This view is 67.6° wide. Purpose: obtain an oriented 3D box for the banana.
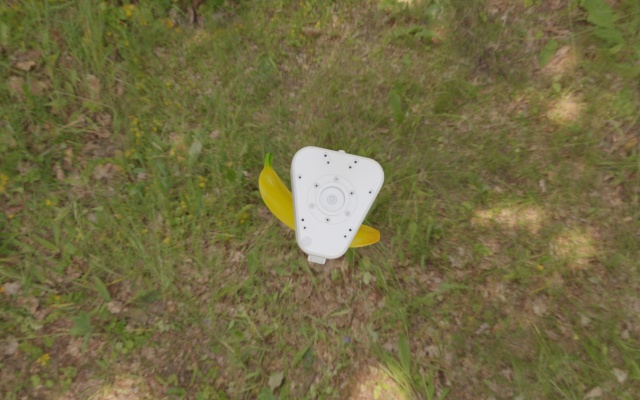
[{"bbox_3d":[-0.014,0.015,0.650,0.198,0.069,0.037,37,-8,3],"label":"banana"}]
